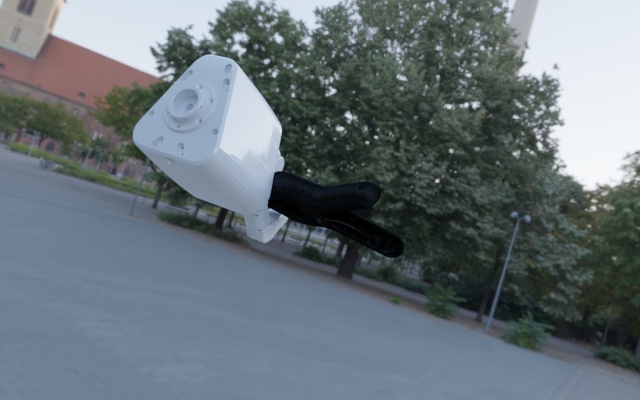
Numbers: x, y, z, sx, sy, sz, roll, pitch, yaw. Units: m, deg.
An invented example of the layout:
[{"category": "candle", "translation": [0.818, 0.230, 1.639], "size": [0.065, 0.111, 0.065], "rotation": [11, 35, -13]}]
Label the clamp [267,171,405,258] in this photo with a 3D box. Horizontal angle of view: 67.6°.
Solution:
[{"category": "clamp", "translation": [0.000, 0.001, 0.478], "size": [0.171, 0.039, 0.120], "rotation": [17, -30, 21]}]
